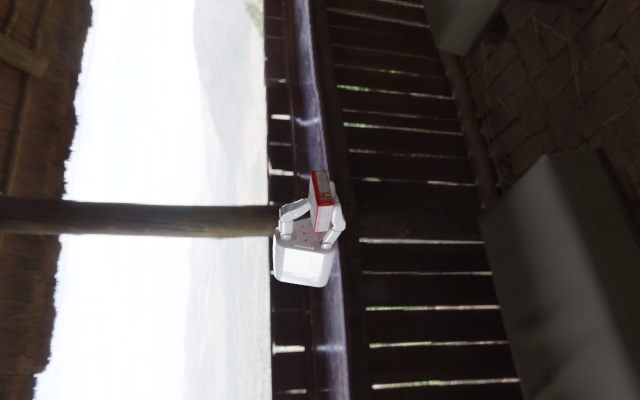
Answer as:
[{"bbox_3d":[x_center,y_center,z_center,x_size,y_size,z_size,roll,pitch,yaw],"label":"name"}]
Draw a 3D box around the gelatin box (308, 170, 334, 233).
[{"bbox_3d":[0.000,0.003,0.818,0.030,0.073,0.089,-5,-34,-9],"label":"gelatin box"}]
